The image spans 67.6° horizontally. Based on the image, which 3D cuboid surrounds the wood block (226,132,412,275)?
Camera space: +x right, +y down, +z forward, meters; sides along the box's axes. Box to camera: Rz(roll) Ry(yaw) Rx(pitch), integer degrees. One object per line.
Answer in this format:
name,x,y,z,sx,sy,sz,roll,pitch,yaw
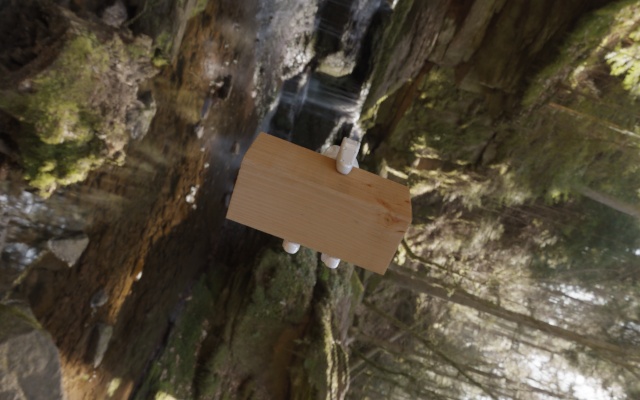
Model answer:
wood block,0.000,0.002,0.599,0.206,0.091,0.090,20,29,-3
